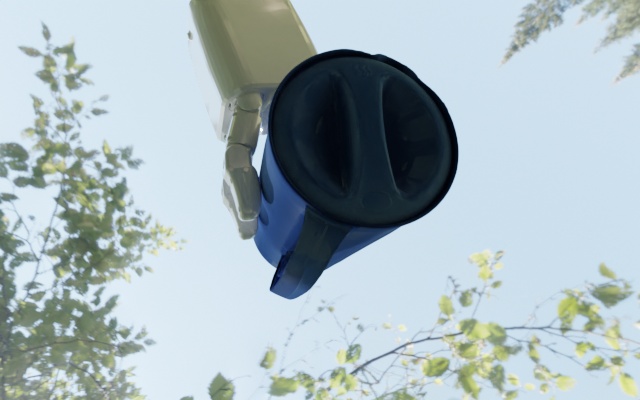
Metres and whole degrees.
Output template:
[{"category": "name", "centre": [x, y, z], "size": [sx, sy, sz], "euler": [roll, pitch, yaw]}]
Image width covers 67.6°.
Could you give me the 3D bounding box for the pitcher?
[{"category": "pitcher", "centre": [0.000, 0.001, 0.417], "size": [0.149, 0.145, 0.243], "euler": [-19, -14, -20]}]
